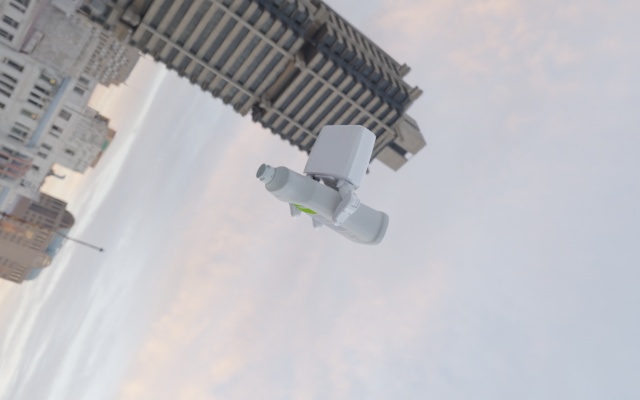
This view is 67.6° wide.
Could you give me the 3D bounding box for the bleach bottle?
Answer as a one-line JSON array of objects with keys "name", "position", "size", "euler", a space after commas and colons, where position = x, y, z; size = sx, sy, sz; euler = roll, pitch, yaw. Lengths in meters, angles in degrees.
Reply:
[{"name": "bleach bottle", "position": [0.000, 0.003, 0.851], "size": [0.251, 0.068, 0.102], "euler": [29, -16, -30]}]
